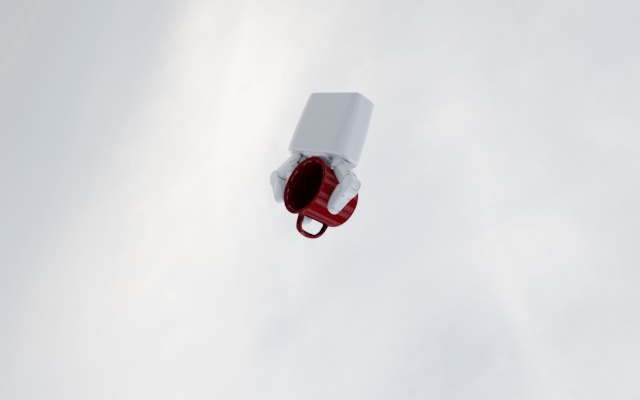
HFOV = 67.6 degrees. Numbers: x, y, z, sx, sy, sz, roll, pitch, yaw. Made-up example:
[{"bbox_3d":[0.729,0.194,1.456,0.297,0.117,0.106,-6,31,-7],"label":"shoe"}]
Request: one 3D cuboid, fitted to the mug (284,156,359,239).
[{"bbox_3d":[0.000,0.004,0.728,0.081,0.117,0.093,28,-16,-36],"label":"mug"}]
